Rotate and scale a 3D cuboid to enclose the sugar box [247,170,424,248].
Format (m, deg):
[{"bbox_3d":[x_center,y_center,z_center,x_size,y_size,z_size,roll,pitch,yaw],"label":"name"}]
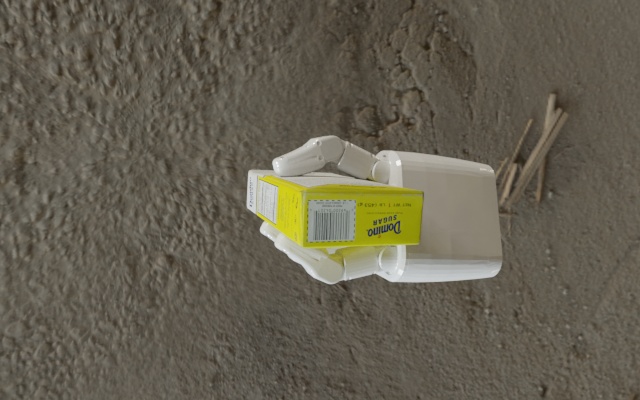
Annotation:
[{"bbox_3d":[0.000,0.002,0.405,0.093,0.048,0.176,1,5,-20],"label":"sugar box"}]
